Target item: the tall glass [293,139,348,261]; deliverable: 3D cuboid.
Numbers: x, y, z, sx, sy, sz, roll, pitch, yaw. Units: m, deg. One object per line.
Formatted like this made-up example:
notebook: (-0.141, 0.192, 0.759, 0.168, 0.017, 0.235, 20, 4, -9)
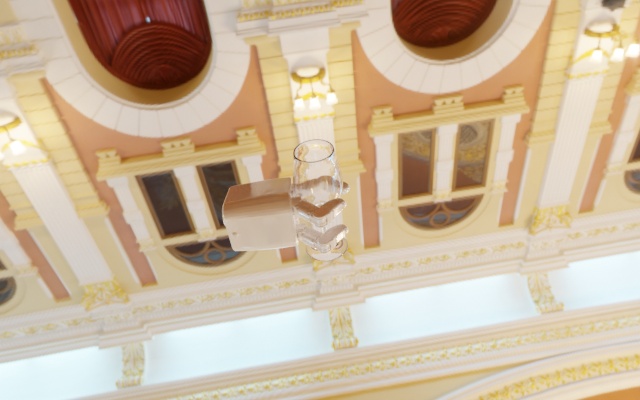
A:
tall glass: (0.000, 0.003, 0.769, 0.079, 0.201, 0.079, -4, 39, 4)
